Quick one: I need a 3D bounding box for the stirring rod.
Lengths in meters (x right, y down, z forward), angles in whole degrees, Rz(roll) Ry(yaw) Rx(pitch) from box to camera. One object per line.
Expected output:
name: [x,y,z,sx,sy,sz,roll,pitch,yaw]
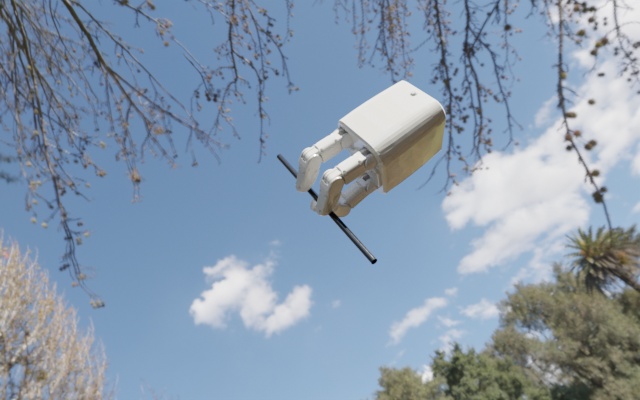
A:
stirring rod: [0.000,0.002,0.614,0.011,0.011,0.239,0,33,-37]
